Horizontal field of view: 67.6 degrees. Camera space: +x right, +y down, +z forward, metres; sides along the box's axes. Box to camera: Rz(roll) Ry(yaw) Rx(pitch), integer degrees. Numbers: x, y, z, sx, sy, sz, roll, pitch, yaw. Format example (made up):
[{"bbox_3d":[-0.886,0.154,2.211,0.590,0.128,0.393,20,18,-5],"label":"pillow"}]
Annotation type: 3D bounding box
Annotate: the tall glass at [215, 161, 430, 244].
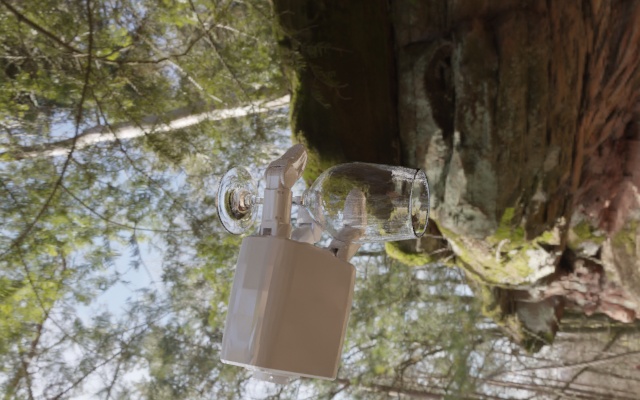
[{"bbox_3d":[-0.001,0.001,0.465,0.201,0.079,0.079,0,0,27],"label":"tall glass"}]
